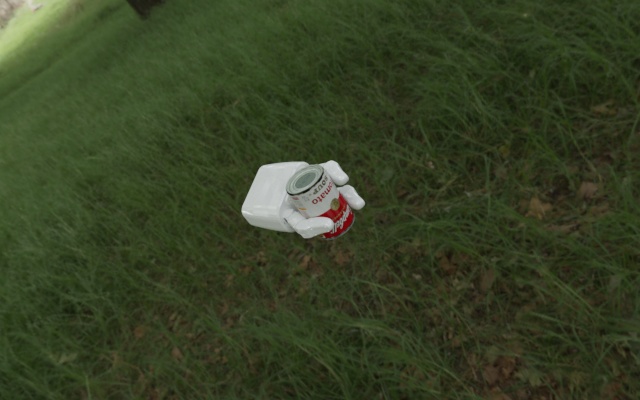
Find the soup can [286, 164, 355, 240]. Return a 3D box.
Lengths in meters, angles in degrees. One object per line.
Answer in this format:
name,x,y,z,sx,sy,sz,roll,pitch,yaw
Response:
soup can,0.000,0.002,0.736,0.068,0.068,0.102,0,-45,43
